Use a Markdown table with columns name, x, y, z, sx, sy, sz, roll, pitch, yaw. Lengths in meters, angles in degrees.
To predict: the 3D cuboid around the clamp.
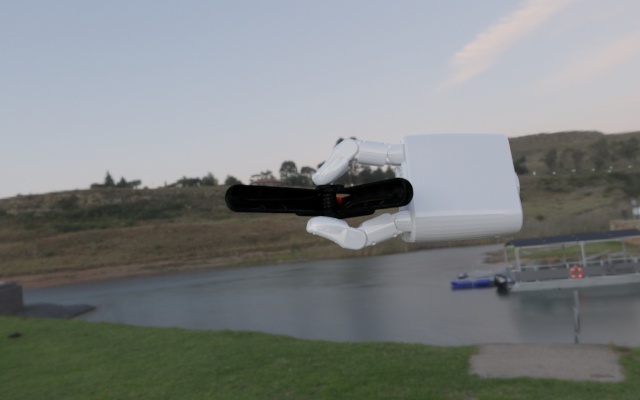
| name | x | y | z | sx | sy | sz | roll | pitch | yaw |
| --- | --- | --- | --- | --- | --- | --- | --- | --- | --- |
| clamp | 0.000 | 0.001 | 0.499 | 0.164 | 0.036 | 0.210 | -1 | -4 | 2 |
